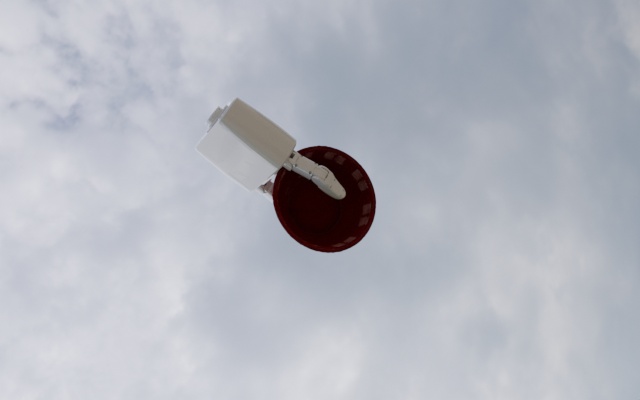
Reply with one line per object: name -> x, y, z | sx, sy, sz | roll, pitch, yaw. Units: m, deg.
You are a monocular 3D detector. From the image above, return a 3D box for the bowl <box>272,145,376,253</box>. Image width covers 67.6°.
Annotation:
bowl -> 0.001, 0.003, 0.719 | 0.162, 0.162, 0.055 | 0, -15, -20
